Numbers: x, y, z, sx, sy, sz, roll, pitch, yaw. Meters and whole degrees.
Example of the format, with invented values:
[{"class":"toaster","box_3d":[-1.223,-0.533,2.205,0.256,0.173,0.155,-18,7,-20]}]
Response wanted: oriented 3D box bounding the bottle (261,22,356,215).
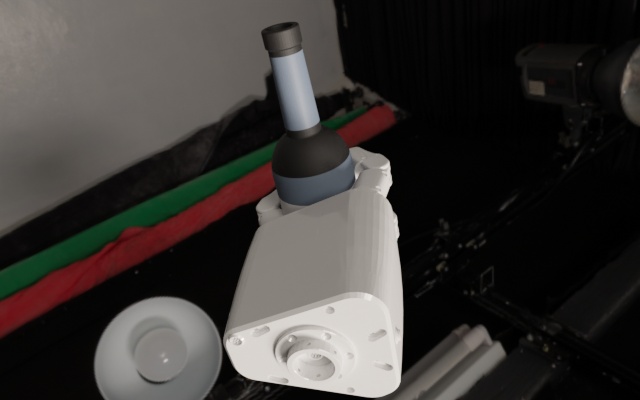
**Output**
[{"class":"bottle","box_3d":[0.000,0.002,0.410,0.069,0.296,0.069,-10,32,6]}]
